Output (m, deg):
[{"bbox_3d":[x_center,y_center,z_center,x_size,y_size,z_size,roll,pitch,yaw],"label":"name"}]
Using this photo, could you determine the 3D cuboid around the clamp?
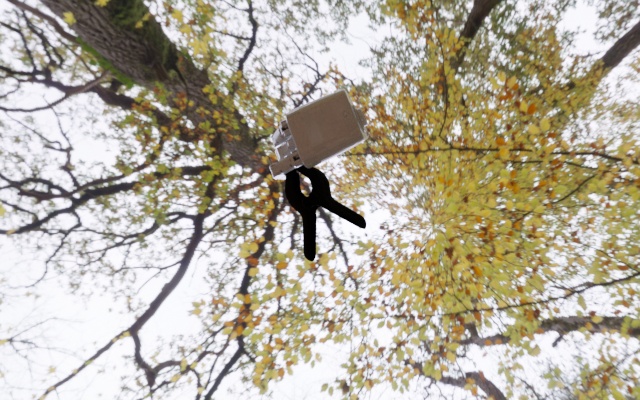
[{"bbox_3d":[0.000,0.003,0.789,0.120,0.171,0.039,-24,-8,15],"label":"clamp"}]
